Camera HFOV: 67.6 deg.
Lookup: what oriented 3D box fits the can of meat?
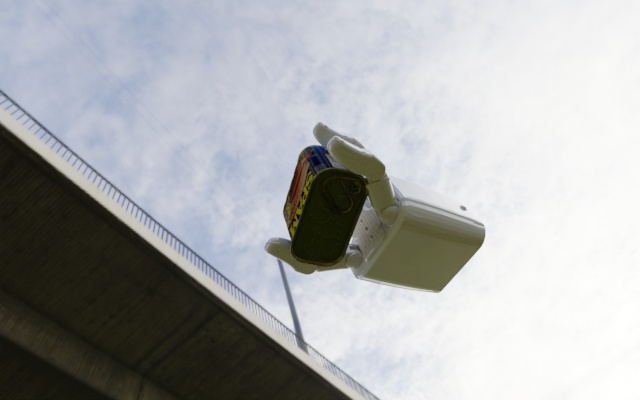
[{"bbox_3d":[0.000,0.002,0.490,0.057,0.102,0.084,12,21,-18],"label":"can of meat"}]
